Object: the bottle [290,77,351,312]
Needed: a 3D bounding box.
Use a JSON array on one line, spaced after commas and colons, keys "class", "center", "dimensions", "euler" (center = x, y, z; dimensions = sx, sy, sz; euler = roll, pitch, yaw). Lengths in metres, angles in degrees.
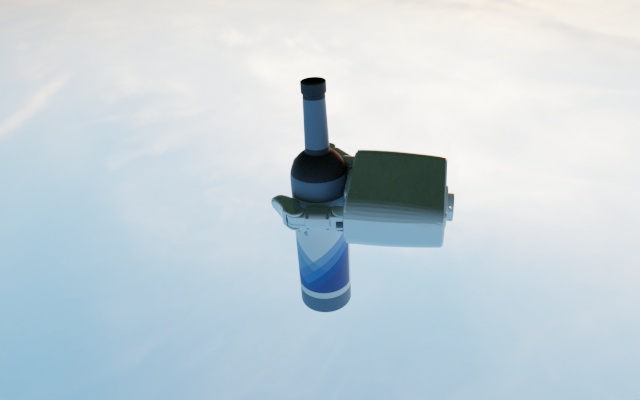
[{"class": "bottle", "center": [0.000, 0.002, 0.569], "dimensions": [0.069, 0.296, 0.069], "euler": [-3, 31, 2]}]
